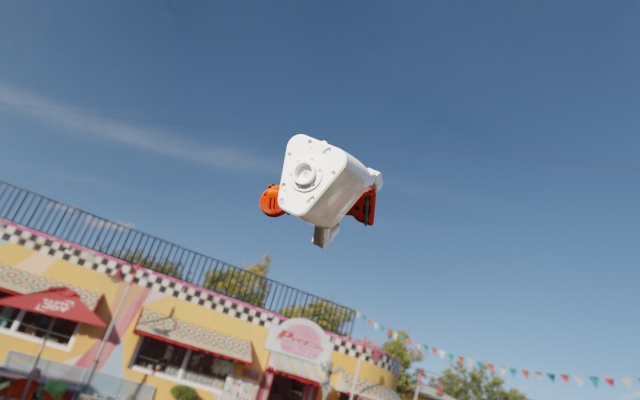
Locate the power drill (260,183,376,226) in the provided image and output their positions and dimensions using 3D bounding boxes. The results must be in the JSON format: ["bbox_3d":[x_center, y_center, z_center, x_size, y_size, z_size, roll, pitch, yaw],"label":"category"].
[{"bbox_3d":[0.001,0.003,0.817,0.187,0.057,0.184,3,7,5],"label":"power drill"}]
